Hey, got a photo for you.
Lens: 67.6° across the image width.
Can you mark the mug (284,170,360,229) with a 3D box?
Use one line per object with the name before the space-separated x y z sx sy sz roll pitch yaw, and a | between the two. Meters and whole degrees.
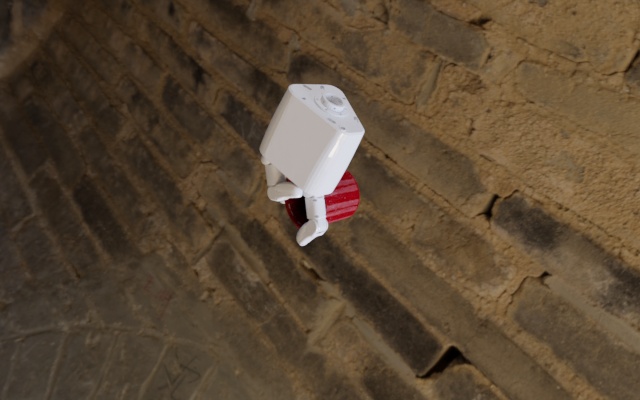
mug | 0.000 0.003 0.732 0.081 0.093 0.117 -13 -34 -42
